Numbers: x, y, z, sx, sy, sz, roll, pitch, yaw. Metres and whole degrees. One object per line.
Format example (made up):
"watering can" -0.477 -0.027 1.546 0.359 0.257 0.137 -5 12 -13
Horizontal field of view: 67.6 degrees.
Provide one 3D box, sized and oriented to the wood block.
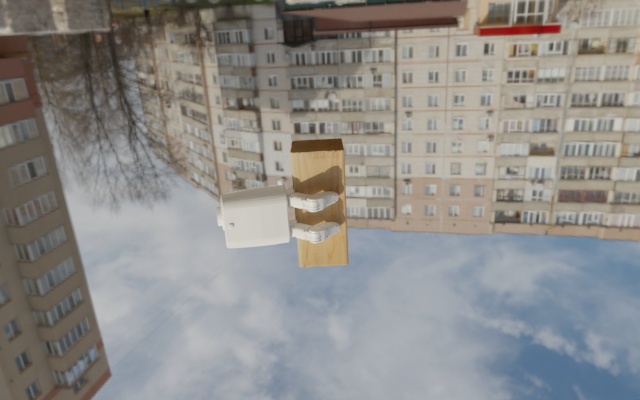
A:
"wood block" 0.000 0.003 0.839 0.090 0.206 0.090 -3 20 0
